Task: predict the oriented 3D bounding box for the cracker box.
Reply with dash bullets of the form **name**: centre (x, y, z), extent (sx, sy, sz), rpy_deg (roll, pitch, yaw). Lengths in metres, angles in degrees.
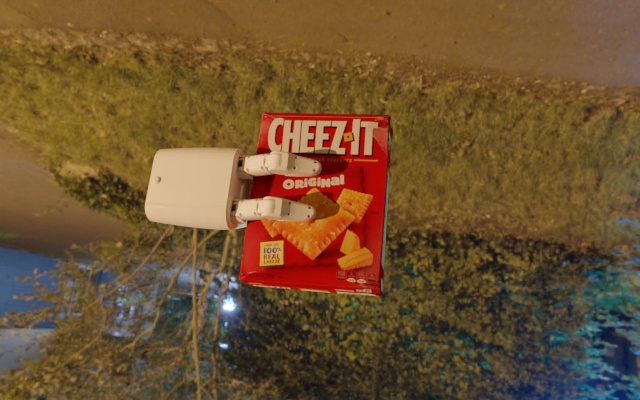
- **cracker box**: centre (0.000, 0.002, 0.584), extent (0.164, 0.213, 0.072), rpy_deg (3, -15, 10)
